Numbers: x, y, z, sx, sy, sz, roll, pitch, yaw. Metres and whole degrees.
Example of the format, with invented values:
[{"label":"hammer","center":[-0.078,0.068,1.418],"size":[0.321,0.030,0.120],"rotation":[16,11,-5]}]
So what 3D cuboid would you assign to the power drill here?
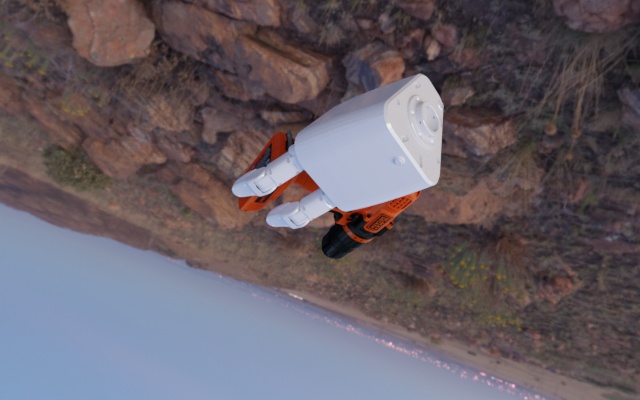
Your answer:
[{"label":"power drill","center":[0.000,0.002,0.581],"size":[0.188,0.057,0.184],"rotation":[18,-44,-26]}]
